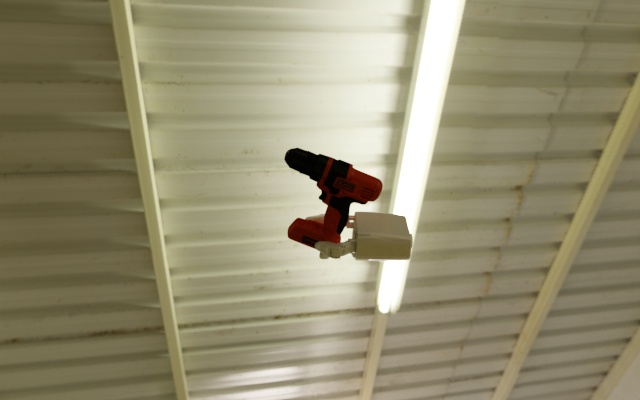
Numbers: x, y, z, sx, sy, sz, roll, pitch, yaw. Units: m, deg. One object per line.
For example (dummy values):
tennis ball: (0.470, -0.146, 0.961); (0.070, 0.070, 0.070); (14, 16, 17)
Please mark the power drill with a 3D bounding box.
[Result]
power drill: (0.000, 0.003, 0.893); (0.184, 0.188, 0.057); (22, 36, -2)
